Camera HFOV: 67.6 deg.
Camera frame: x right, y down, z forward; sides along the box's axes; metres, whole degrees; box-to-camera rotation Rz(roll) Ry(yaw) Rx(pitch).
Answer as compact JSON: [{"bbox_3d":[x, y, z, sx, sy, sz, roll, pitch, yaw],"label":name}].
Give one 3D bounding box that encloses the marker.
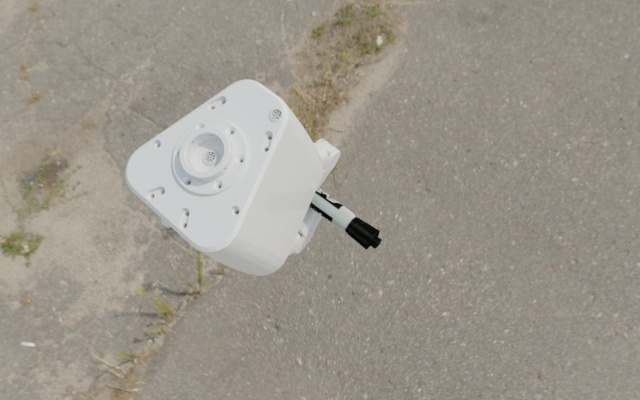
[{"bbox_3d":[0.000,0.001,0.401,0.121,0.020,0.020,36,12,17],"label":"marker"}]
